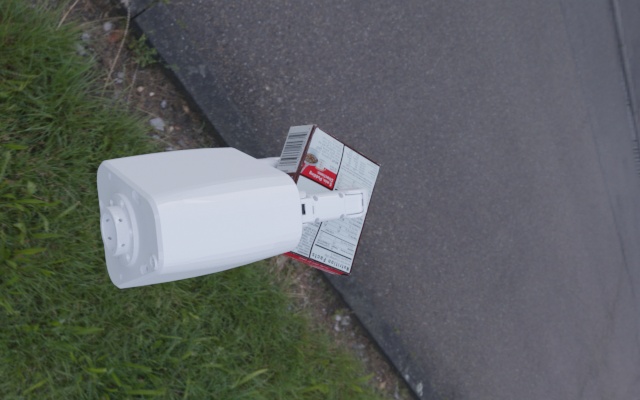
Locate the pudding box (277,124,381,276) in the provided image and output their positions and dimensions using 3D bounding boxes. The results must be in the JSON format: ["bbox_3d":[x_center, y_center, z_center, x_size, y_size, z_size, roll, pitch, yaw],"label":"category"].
[{"bbox_3d":[0.000,0.001,0.425,0.090,0.113,0.039,27,-14,-37],"label":"pudding box"}]
